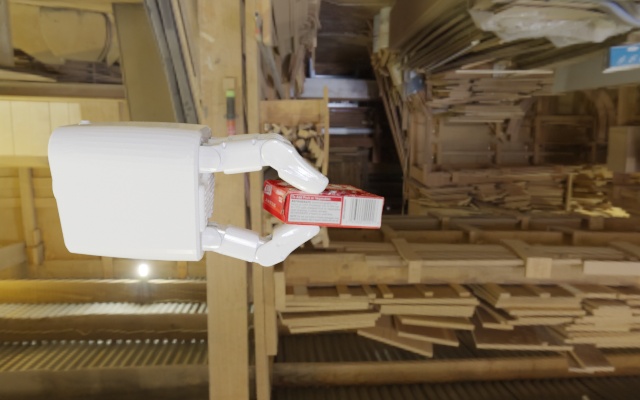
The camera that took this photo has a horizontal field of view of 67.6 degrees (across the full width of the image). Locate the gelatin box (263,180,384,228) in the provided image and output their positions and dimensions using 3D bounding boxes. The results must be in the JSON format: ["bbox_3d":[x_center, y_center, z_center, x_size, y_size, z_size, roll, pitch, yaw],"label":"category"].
[{"bbox_3d":[0.000,0.002,0.422,0.089,0.030,0.073,4,8,-20],"label":"gelatin box"}]
